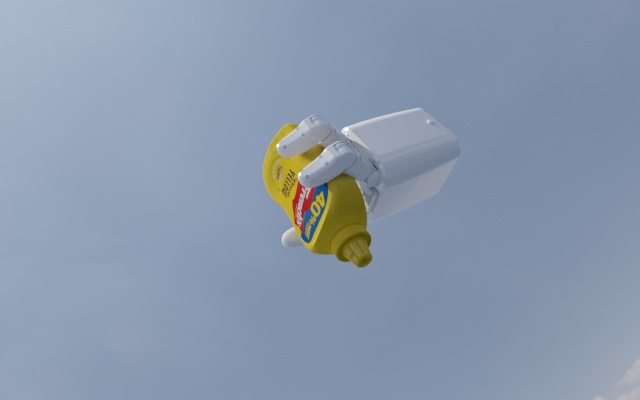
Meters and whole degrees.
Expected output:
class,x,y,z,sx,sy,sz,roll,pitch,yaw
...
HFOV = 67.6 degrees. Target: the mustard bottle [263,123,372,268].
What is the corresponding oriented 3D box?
class,x,y,z,sx,sy,sz,roll,pitch,yaw
mustard bottle,0.000,0.002,0.521,0.058,0.096,0.191,1,36,-35
